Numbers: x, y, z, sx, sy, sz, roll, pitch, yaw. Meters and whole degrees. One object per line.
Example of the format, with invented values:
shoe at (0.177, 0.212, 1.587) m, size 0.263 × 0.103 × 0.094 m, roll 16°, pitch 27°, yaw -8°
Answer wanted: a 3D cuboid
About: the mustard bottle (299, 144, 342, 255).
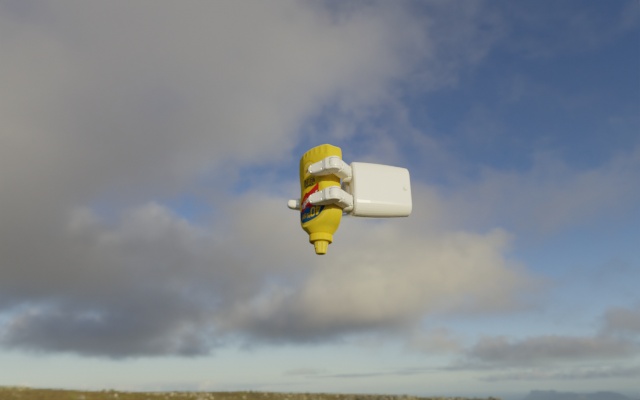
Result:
mustard bottle at (0.000, 0.003, 0.854) m, size 0.058 × 0.191 × 0.096 m, roll 14°, pitch -26°, yaw -35°
